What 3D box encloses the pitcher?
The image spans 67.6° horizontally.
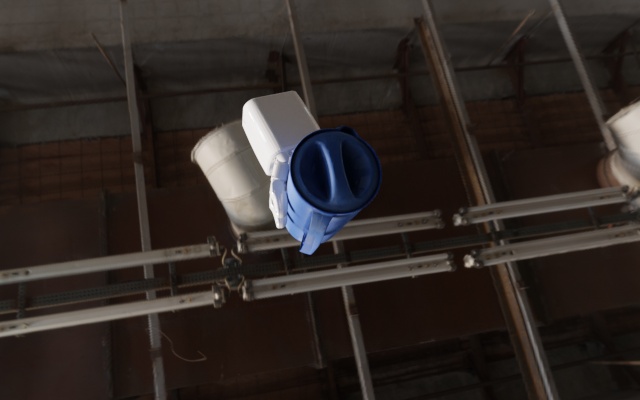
[{"bbox_3d":[0.000,0.002,0.778,0.149,0.145,0.243,-27,-13,-18],"label":"pitcher"}]
